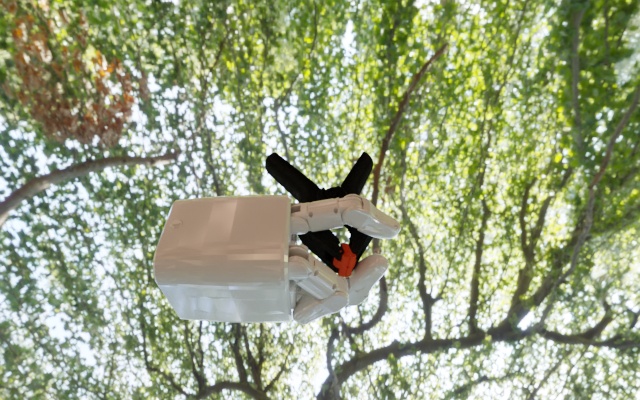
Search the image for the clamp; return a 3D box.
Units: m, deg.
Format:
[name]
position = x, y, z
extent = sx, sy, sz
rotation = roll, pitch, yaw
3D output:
[clamp]
position = 0.000, 0.002, 0.481
extent = 0.120, 0.039, 0.171
rotation = 0, 38, 0
